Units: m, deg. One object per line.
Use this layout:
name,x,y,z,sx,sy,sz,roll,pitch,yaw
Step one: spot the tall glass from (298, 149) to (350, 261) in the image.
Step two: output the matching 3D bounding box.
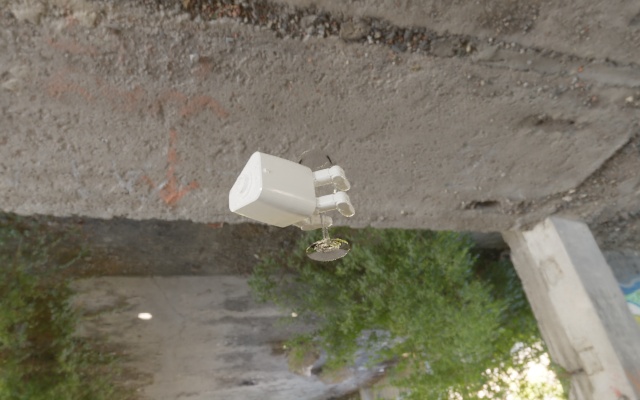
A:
tall glass,0.000,0.003,0.860,0.079,0.201,0.079,-6,-34,-4
